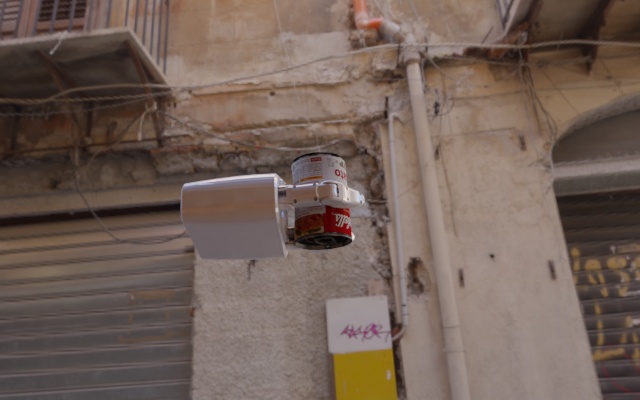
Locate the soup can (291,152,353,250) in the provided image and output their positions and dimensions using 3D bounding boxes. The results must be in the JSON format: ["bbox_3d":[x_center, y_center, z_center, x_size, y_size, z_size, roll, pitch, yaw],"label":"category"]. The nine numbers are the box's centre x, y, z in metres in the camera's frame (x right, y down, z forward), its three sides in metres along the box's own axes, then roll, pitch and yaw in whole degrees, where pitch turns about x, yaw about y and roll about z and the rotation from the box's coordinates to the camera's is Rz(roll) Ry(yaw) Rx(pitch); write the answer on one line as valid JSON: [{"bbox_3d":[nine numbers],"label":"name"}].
[{"bbox_3d":[0.001,0.002,0.569,0.068,0.102,0.068,-3,-19,-1],"label":"soup can"}]
